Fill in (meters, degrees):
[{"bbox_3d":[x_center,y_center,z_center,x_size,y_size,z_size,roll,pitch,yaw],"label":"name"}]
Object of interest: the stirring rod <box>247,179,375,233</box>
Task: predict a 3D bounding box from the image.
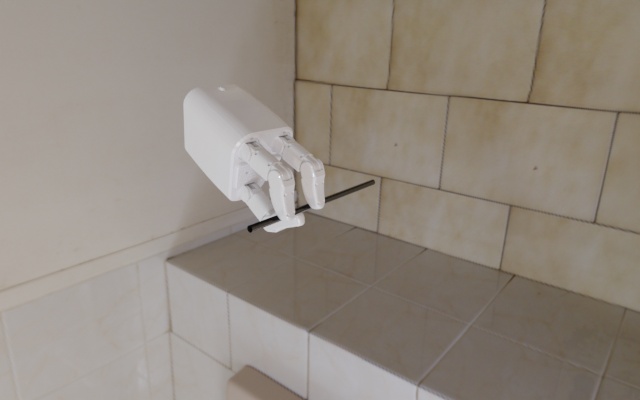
[{"bbox_3d":[0.000,0.002,0.595,0.011,0.011,0.239,0,14,40],"label":"stirring rod"}]
